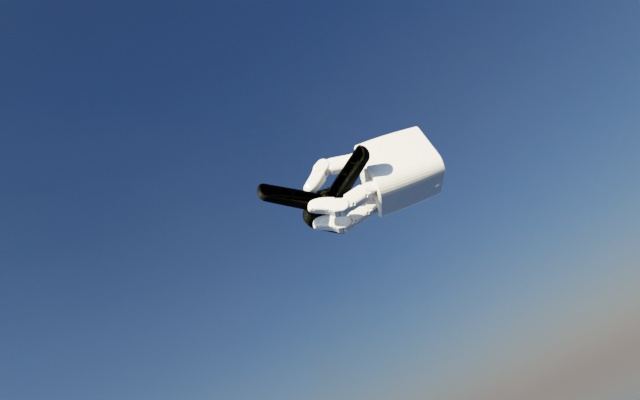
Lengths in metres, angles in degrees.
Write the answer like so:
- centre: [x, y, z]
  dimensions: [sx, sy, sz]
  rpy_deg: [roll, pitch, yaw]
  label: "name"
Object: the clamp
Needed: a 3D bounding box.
- centre: [0.000, 0.002, 0.735]
  dimensions: [0.164, 0.036, 0.210]
  rpy_deg: [-17, -30, -1]
  label: "clamp"
